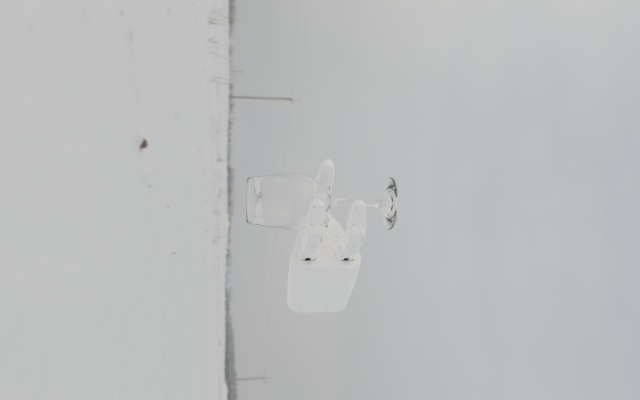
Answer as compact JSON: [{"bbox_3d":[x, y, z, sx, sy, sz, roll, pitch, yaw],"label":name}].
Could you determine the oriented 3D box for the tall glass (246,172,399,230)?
[{"bbox_3d":[0.001,0.002,0.654,0.201,0.079,0.079,2,0,-11],"label":"tall glass"}]
